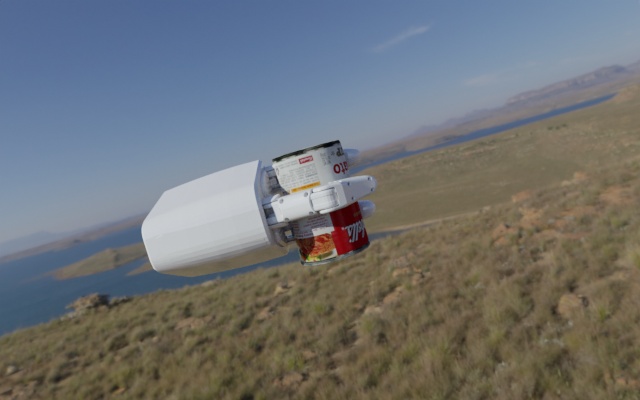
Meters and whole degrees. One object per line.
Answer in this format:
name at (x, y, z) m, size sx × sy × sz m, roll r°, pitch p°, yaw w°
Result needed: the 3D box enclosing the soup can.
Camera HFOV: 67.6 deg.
soup can at (0.000, 0.001, 0.446) m, size 0.068 × 0.102 × 0.068 m, roll -16°, pitch 4°, yaw 1°
